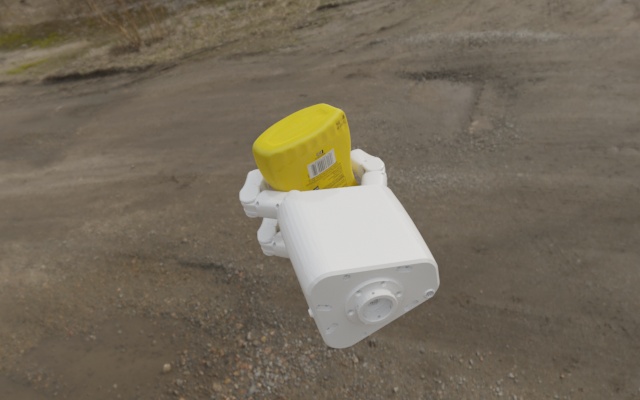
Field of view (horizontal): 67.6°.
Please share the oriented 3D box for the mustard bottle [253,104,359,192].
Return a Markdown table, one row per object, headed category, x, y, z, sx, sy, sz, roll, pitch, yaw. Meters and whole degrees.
| category | x | y | z | sx | sy | sz | roll | pitch | yaw |
| --- | --- | --- | --- | --- | --- | --- | --- | --- | --- |
| mustard bottle | 0.000 | 0.001 | 0.509 | 0.096 | 0.192 | 0.058 | -36 | 41 | -23 |
